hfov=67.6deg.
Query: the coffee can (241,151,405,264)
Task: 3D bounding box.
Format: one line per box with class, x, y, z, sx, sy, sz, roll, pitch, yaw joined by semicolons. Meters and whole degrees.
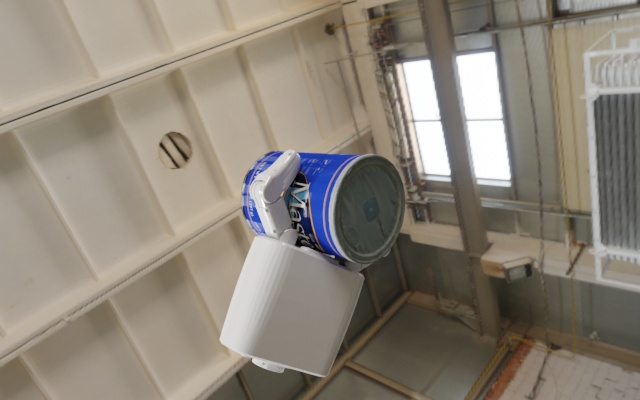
coffee can;0.000;0.001;0.491;0.103;0.103;0.140;0;6;-44
